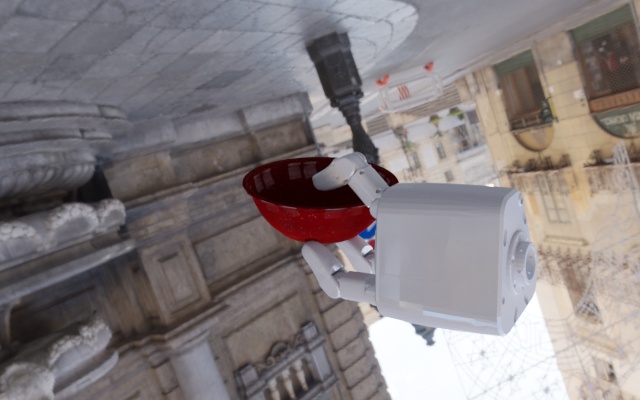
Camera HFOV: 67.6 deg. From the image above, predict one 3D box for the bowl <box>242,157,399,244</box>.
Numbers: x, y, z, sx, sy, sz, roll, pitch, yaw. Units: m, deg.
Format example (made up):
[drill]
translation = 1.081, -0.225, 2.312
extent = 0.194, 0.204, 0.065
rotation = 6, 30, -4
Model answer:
[bowl]
translation = -0.001, 0.002, 0.505
extent = 0.162, 0.055, 0.162
rotation = 1, 22, 0
